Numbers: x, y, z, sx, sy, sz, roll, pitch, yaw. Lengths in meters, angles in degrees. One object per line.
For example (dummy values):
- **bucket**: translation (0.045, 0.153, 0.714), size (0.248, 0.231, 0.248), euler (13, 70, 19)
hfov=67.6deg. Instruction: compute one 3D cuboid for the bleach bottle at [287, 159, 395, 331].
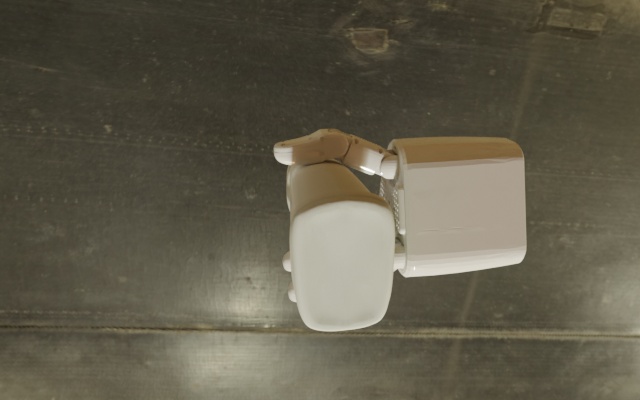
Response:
- **bleach bottle**: translation (0.000, 0.001, 0.420), size (0.068, 0.103, 0.250), euler (-4, 21, -6)
